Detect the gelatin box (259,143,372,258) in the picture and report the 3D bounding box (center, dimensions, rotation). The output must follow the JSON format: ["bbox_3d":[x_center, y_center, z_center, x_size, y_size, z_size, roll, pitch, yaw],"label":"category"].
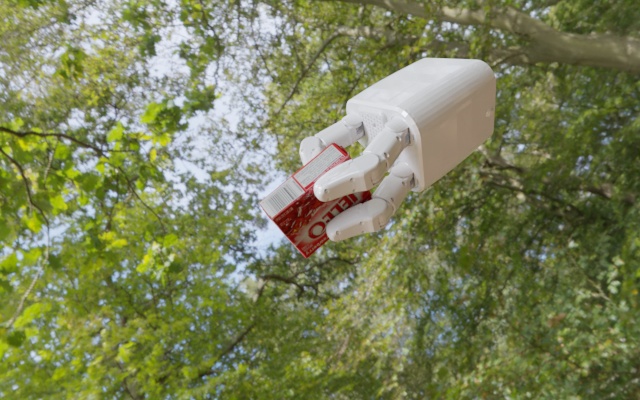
[{"bbox_3d":[0.000,0.001,0.438,0.030,0.089,0.073,48,-5,41],"label":"gelatin box"}]
